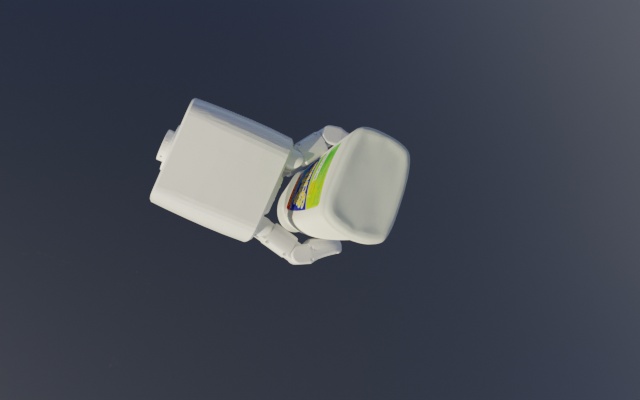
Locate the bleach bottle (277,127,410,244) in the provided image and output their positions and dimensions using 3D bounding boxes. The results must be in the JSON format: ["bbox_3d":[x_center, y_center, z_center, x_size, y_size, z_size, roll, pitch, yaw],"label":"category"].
[{"bbox_3d":[0.000,0.002,0.517,0.068,0.102,0.251,25,-16,-15],"label":"bleach bottle"}]
